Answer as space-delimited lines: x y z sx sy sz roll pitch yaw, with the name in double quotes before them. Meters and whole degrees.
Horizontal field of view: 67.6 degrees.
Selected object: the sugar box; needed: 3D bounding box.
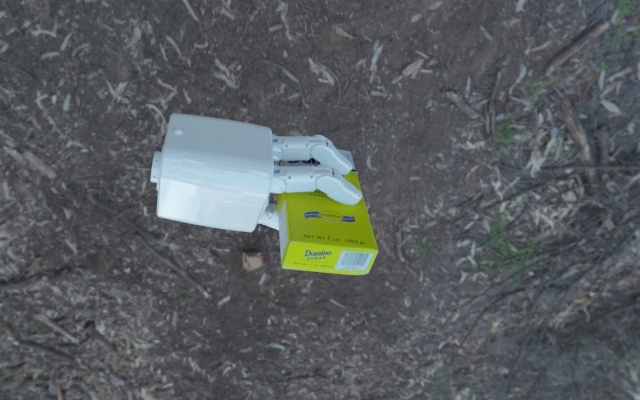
"sugar box" 0.000 0.001 0.533 0.093 0.048 0.176 8 41 -15
